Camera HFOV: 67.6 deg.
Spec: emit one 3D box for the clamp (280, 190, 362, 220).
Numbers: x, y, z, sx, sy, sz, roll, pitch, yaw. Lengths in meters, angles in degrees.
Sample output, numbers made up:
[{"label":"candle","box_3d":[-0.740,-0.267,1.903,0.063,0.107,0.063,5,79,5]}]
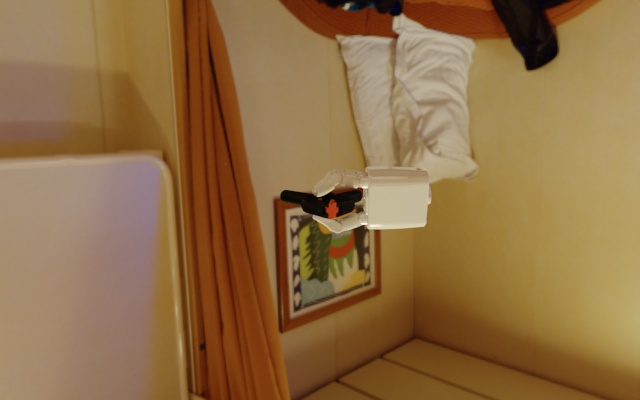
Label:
[{"label":"clamp","box_3d":[0.000,0.004,0.876,0.164,0.036,0.210,0,8,1]}]
